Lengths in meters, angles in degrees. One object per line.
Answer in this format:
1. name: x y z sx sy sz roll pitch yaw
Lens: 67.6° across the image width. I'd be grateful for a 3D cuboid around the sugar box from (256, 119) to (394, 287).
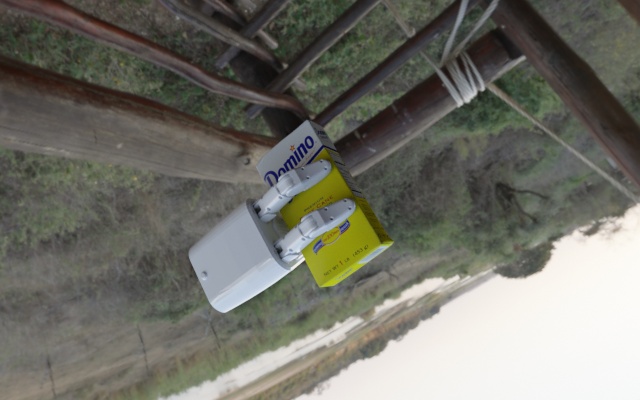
1. sugar box: 0.000 0.002 0.562 0.093 0.176 0.048 -38 -19 19
